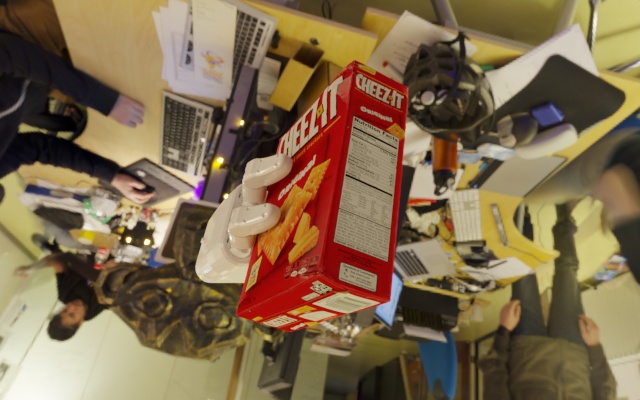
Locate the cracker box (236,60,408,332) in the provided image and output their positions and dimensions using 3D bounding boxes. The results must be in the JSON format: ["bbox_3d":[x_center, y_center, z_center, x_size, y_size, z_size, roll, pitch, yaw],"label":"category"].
[{"bbox_3d":[0.000,0.002,0.452,0.072,0.213,0.164,23,-31,-22],"label":"cracker box"}]
